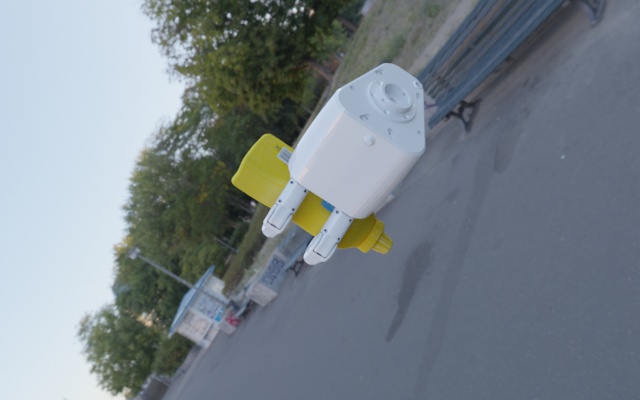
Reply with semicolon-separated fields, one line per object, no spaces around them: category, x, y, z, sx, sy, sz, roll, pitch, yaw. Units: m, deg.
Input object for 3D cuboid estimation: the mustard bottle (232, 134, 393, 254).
mustard bottle;0.000;0.002;0.542;0.191;0.058;0.096;33;26;-5
